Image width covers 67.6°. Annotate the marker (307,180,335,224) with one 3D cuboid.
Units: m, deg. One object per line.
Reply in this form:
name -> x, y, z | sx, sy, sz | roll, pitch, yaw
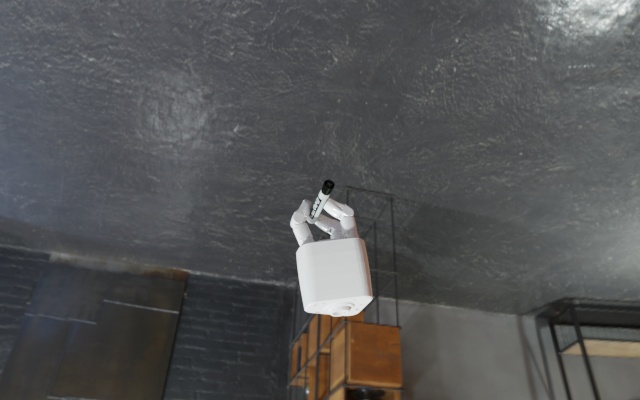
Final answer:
marker -> 0.000, 0.003, 0.827 | 0.020, 0.020, 0.121 | 0, -32, -19
